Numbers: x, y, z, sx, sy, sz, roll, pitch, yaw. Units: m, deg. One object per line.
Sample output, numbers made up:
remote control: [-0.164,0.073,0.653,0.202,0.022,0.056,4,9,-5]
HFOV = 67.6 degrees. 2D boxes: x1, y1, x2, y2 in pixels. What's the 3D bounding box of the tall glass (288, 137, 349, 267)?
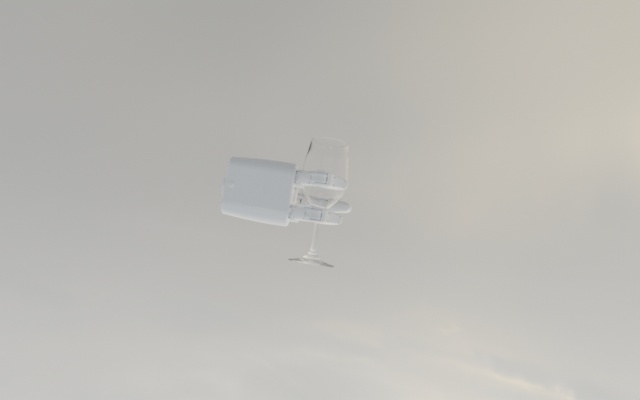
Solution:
tall glass: [0.000,0.003,0.770,0.079,0.201,0.079,9,-6,1]
